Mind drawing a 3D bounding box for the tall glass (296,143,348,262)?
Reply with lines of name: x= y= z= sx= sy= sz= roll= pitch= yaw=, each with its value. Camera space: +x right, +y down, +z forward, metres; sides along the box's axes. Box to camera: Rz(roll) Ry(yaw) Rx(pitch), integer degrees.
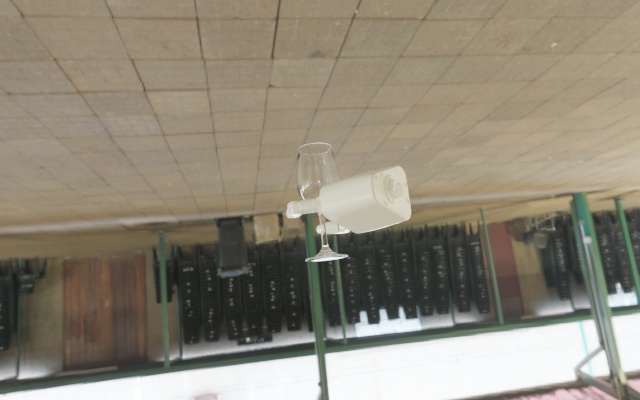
tall glass: x=0.000 y=0.003 z=0.841 sx=0.079 sy=0.201 sz=0.079 roll=-6 pitch=-12 yaw=-1
